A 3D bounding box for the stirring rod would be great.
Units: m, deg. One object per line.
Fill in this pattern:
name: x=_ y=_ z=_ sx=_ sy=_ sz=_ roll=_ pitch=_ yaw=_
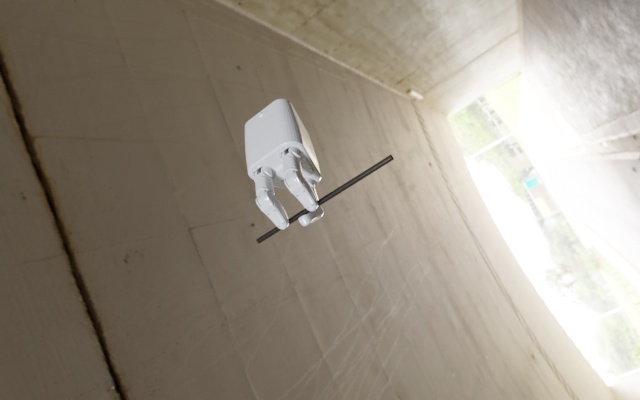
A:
stirring rod: x=0.000 y=0.002 z=0.673 sx=0.239 sy=0.011 sz=0.011 roll=-32 pitch=-14 yaw=23
